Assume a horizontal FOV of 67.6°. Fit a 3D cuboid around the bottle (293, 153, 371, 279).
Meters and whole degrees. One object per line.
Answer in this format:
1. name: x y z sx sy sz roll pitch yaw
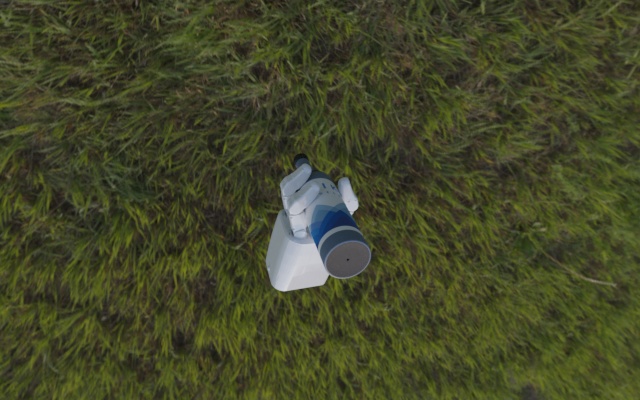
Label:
1. bottle: 0.000 0.003 0.762 0.069 0.069 0.295 0 32 -17
